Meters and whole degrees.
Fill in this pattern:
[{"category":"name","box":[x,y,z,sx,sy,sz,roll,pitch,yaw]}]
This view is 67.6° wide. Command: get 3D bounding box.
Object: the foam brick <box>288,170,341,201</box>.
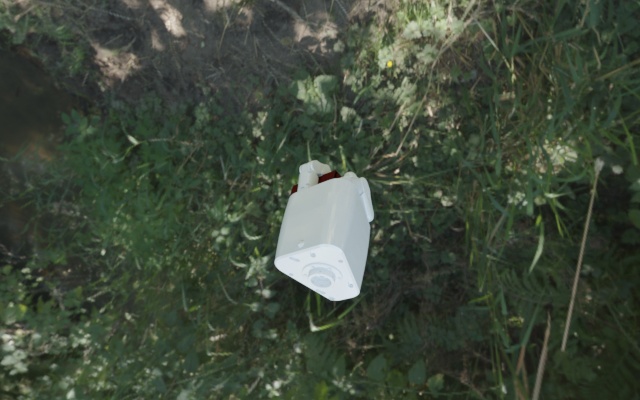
[{"category":"foam brick","box":[0.000,0.002,0.668,0.078,0.051,0.053,-19,-51,30]}]
